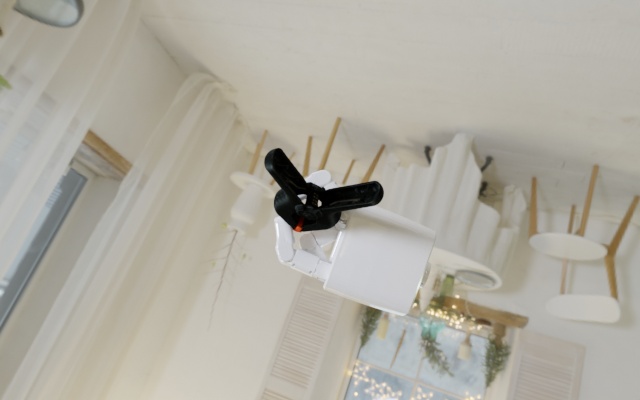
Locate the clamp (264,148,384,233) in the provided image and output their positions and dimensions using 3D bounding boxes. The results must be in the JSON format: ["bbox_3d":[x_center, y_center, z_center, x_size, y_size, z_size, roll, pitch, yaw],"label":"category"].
[{"bbox_3d":[0.000,0.002,0.525,0.120,0.039,0.171,21,-19,4],"label":"clamp"}]
